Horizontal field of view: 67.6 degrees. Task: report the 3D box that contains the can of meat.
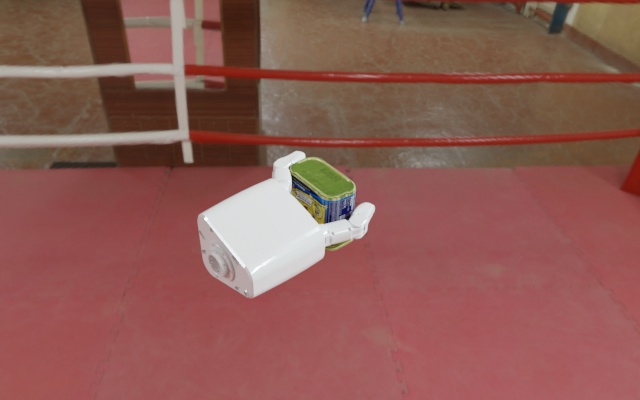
[{"bbox_3d":[0.000,0.002,0.631,0.057,0.084,0.102,-24,44,-31],"label":"can of meat"}]
